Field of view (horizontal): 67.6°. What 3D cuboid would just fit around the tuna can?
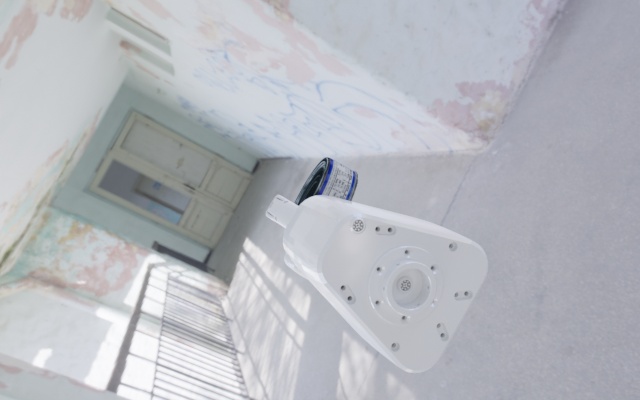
[{"bbox_3d":[0.000,0.001,0.465,0.034,0.086,0.086,29,-6,-11],"label":"tuna can"}]
